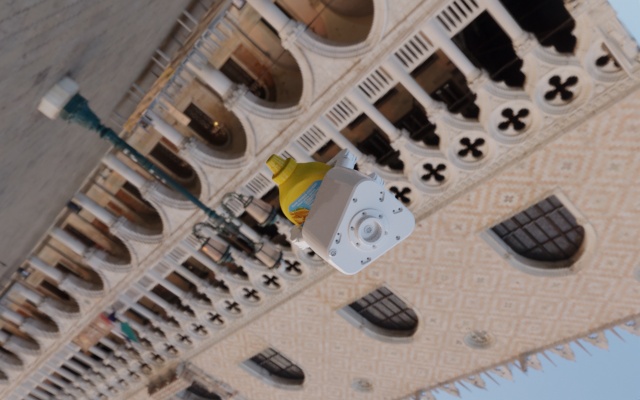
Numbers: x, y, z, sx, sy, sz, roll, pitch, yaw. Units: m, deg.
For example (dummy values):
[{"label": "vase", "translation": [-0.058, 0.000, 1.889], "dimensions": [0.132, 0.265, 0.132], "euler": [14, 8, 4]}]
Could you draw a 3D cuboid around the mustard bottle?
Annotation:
[{"label": "mustard bottle", "translation": [0.000, 0.002, 0.679], "dimensions": [0.192, 0.096, 0.058], "euler": [40, 22, -18]}]
